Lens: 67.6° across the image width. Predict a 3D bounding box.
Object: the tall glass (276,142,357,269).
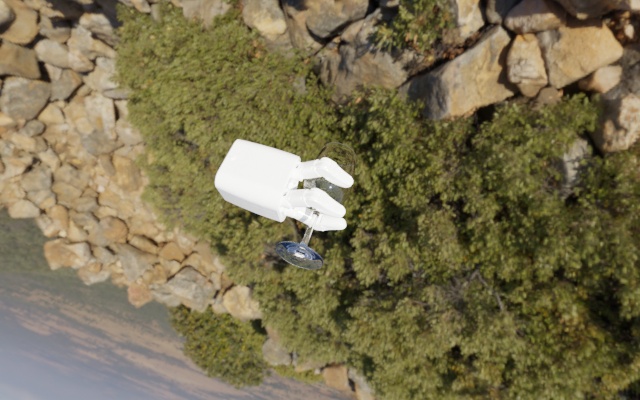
[{"bbox_3d":[0.000,0.003,0.749,0.079,0.201,0.079,16,-32,10],"label":"tall glass"}]
